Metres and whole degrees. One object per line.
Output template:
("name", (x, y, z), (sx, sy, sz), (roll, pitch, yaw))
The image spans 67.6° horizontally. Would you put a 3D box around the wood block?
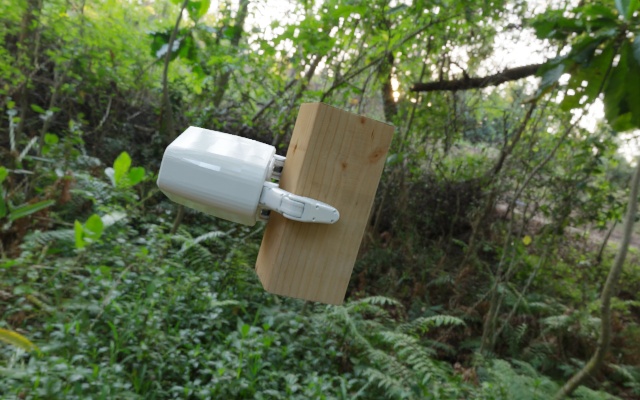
("wood block", (0.000, 0.002, 0.544), (0.090, 0.206, 0.091), (14, 6, -18))
